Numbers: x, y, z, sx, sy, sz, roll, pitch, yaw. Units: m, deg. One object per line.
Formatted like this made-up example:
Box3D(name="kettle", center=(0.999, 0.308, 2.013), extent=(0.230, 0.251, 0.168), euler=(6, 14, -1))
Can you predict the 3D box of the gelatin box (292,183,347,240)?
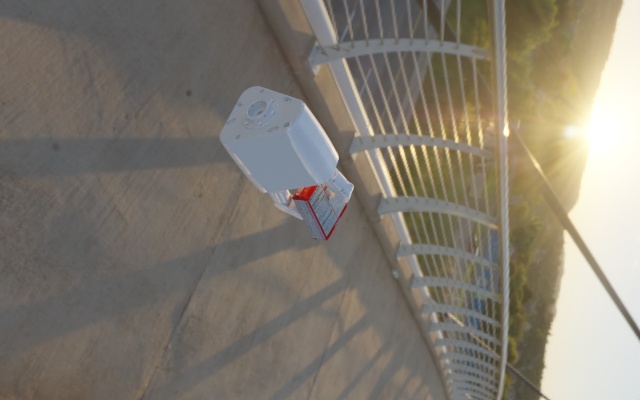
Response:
Box3D(name="gelatin box", center=(0.001, 0.003, 0.700), extent=(0.030, 0.089, 0.073), euler=(5, 48, 33))
